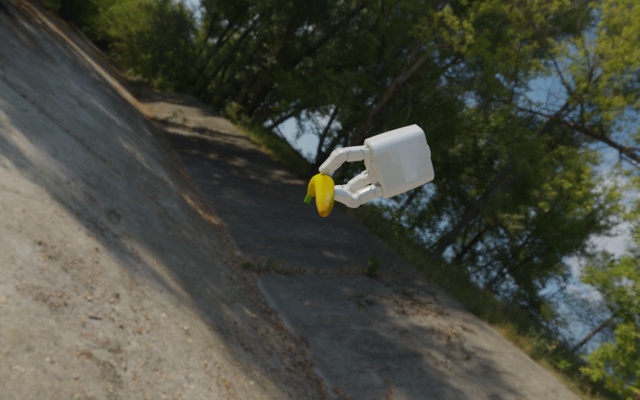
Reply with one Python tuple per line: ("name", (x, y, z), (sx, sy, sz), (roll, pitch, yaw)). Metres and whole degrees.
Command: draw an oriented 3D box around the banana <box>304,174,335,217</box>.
("banana", (0.003, -0.016, 0.887), (0.037, 0.069, 0.198), (9, 5, -9))
